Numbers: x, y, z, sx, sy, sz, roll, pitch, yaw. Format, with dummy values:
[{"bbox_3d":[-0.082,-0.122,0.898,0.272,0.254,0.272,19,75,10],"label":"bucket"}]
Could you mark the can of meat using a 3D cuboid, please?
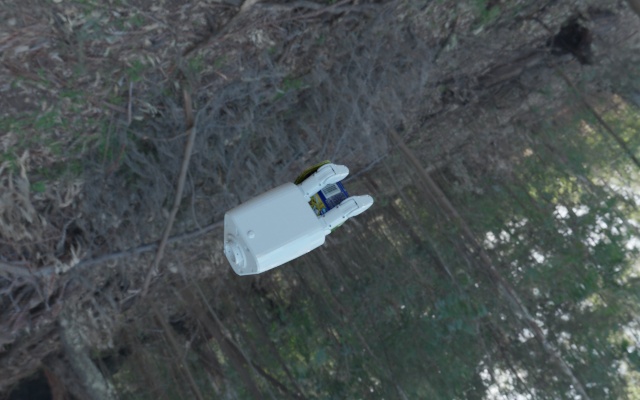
[{"bbox_3d":[0.000,0.003,0.723,0.057,0.084,0.102,-24,-14,-32],"label":"can of meat"}]
